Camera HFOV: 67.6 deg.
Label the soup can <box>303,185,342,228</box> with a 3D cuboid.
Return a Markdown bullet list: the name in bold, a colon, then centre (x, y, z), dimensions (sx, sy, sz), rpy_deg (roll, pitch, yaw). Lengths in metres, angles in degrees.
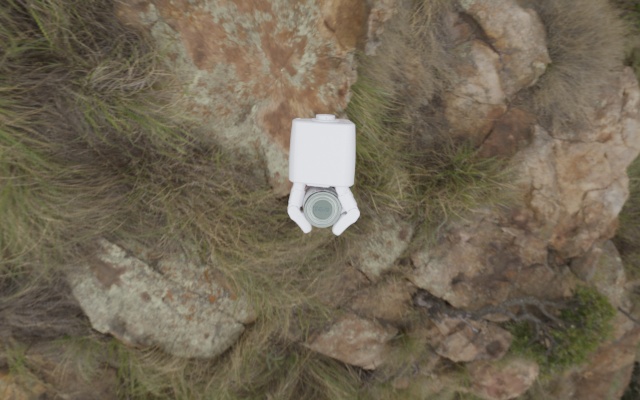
- **soup can**: centre (0.000, 0.003, 0.867), dimensions (0.068, 0.068, 0.102), rpy_deg (0, 15, -5)
